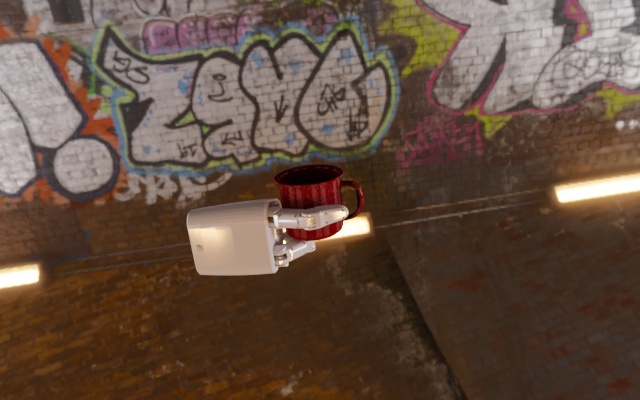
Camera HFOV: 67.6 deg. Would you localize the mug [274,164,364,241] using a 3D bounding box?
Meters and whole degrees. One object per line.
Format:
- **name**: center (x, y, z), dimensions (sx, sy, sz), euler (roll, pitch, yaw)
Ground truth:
- **mug**: center (0.002, 0.002, 0.646), dimensions (0.117, 0.081, 0.093), euler (-4, 20, 7)
